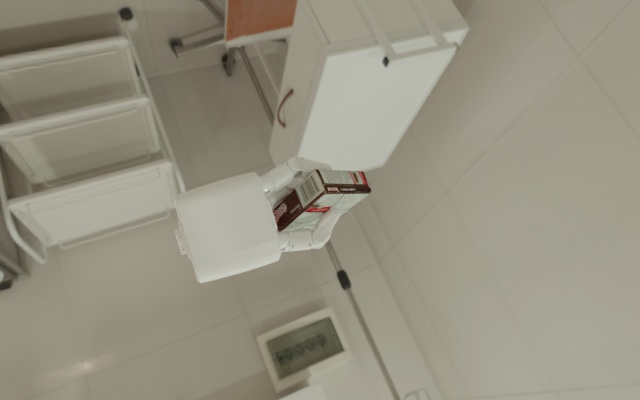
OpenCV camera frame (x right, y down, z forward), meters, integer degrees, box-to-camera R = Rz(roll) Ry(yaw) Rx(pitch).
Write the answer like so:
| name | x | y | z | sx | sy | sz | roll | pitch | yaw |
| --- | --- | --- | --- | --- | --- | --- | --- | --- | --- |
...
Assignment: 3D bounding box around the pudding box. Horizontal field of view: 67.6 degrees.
| name | x | y | z | sx | sy | sz | roll | pitch | yaw |
| --- | --- | --- | --- | --- | --- | --- | --- | --- | --- |
| pudding box | 0.000 | 0.002 | 0.654 | 0.090 | 0.039 | 0.113 | -2 | -27 | -43 |
